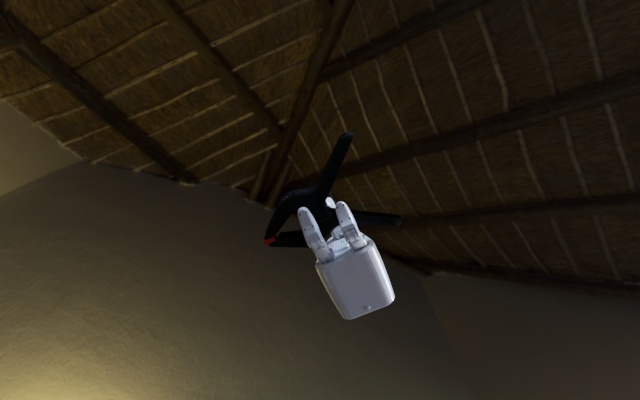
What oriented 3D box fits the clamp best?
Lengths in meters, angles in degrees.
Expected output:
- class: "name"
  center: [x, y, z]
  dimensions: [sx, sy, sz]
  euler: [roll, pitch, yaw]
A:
- class: "clamp"
  center: [0.000, 0.003, 0.727]
  dimensions: [0.210, 0.164, 0.036]
  euler: [-23, 16, 7]
